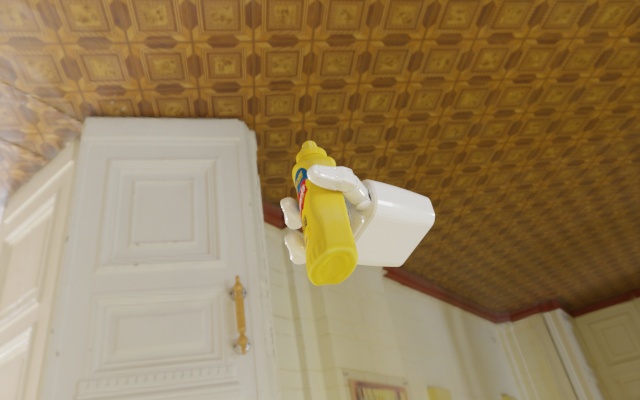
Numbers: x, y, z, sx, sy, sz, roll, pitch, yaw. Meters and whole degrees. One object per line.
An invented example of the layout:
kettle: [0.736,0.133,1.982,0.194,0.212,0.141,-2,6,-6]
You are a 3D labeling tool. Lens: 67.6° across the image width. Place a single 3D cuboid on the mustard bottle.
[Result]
mustard bottle: [0.000,0.002,0.601,0.058,0.191,0.096,-4,-34,-10]
